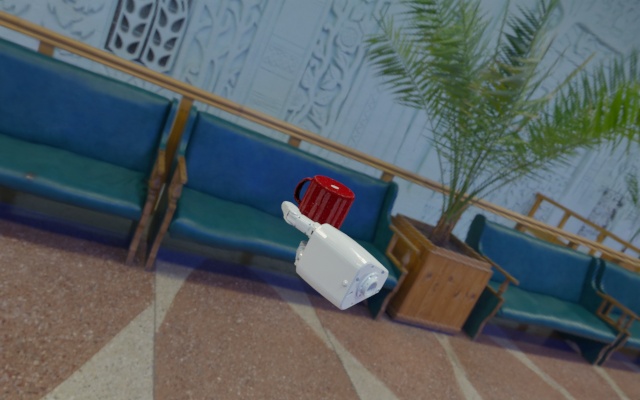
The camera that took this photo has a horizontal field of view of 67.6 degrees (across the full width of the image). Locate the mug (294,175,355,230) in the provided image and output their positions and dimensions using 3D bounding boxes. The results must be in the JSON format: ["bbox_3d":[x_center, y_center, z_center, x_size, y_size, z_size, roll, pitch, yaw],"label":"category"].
[{"bbox_3d":[-0.001,0.002,0.845,0.117,0.081,0.093,38,20,33],"label":"mug"}]
